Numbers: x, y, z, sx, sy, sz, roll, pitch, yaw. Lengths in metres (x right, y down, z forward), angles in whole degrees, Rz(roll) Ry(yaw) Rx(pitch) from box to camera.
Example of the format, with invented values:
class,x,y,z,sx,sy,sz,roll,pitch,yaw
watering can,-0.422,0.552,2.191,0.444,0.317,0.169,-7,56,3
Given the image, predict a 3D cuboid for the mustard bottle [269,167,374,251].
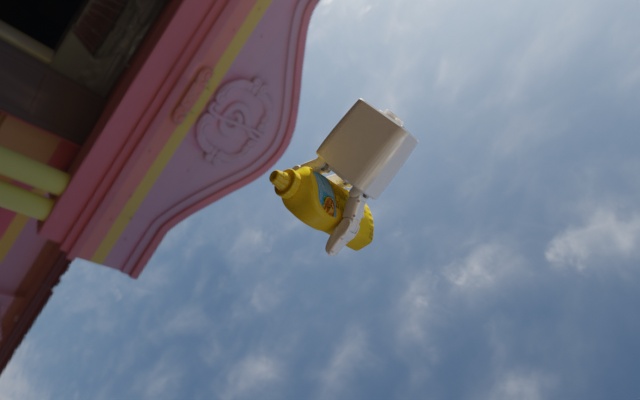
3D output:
class,x,y,z,sx,sy,sz,roll,pitch,yaw
mustard bottle,0.000,0.003,0.700,0.058,0.096,0.192,-34,-42,26
